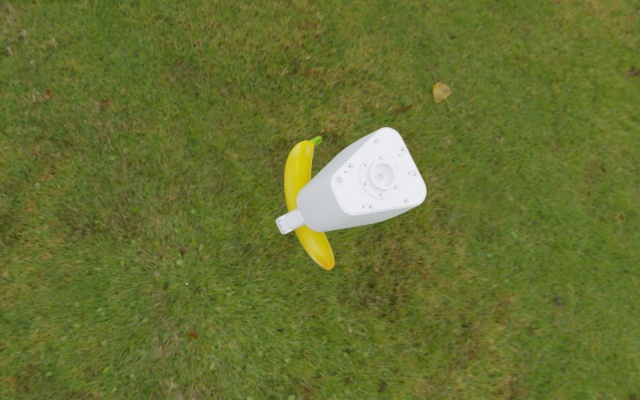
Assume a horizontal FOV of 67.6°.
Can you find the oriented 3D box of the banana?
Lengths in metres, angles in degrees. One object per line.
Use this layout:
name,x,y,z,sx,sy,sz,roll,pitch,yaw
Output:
banana,-0.017,-0.001,0.667,0.069,0.197,0.037,1,-12,-26
